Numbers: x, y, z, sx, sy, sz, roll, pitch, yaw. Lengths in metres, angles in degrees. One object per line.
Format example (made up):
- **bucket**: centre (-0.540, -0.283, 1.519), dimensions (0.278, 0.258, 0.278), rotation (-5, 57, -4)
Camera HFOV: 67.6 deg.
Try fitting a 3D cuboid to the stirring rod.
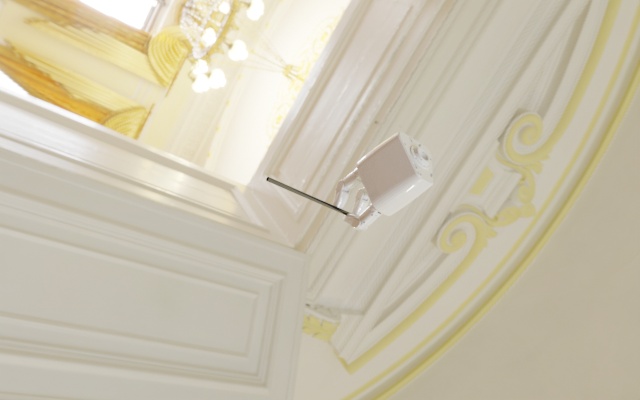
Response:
- **stirring rod**: centre (0.000, 0.003, 0.889), dimensions (0.239, 0.011, 0.011), rotation (24, -14, -34)
